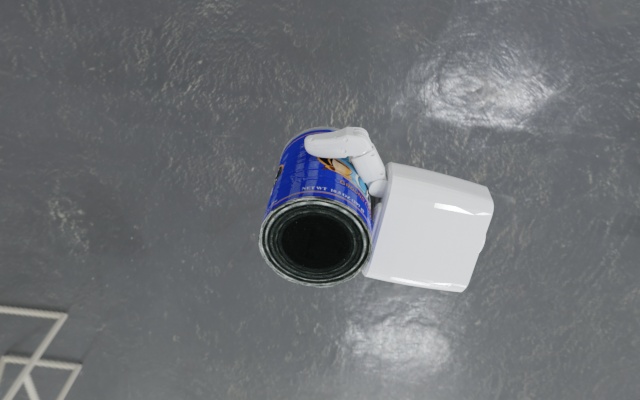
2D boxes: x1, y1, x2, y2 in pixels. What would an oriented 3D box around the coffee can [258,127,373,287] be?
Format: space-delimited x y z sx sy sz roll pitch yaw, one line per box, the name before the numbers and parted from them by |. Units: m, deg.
coffee can | 0.000 0.001 0.481 0.103 0.103 0.140 0 34 5
